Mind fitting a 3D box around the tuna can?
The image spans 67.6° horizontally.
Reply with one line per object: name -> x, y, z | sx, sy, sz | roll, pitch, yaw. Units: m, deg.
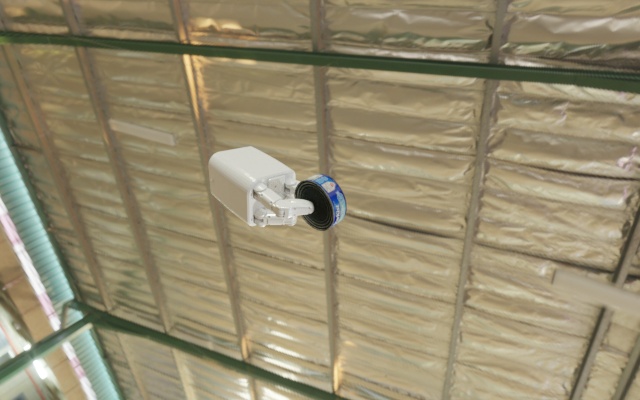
tuna can -> 0.001, 0.002, 0.750 | 0.033, 0.086, 0.086 | -29, 19, -37
